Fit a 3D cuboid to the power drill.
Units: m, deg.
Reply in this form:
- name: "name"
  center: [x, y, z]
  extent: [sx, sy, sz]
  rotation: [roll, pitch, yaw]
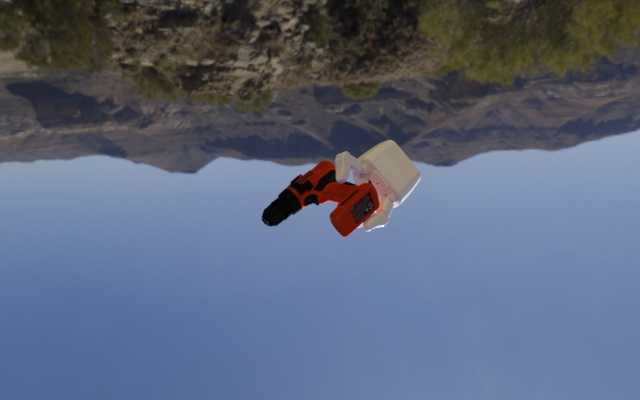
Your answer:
- name: "power drill"
  center: [0.001, 0.003, 0.879]
  extent: [0.184, 0.057, 0.187]
  rotation: [-42, 37, -21]
